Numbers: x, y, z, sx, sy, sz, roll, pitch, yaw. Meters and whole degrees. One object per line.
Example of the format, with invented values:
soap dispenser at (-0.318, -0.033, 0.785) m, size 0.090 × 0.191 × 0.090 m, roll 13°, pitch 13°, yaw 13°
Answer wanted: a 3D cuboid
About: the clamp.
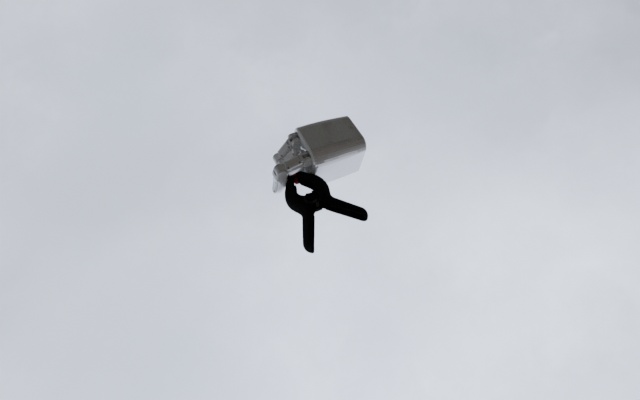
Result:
clamp at (0.000, 0.003, 0.823) m, size 0.120 × 0.171 × 0.039 m, roll -20°, pitch -35°, yaw -13°
